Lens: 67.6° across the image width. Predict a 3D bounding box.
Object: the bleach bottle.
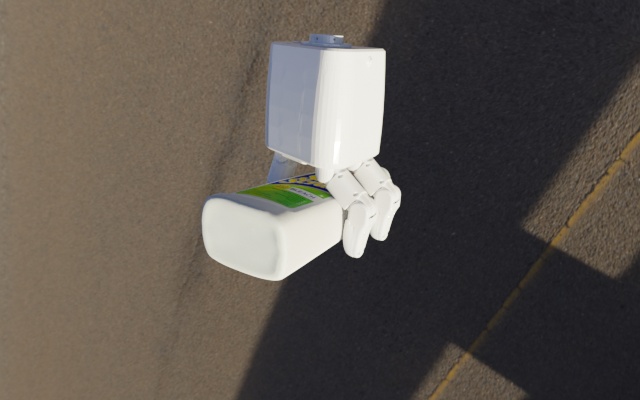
[{"bbox_3d":[0.000,0.002,0.510,0.102,0.068,0.250,15,23,30],"label":"bleach bottle"}]
